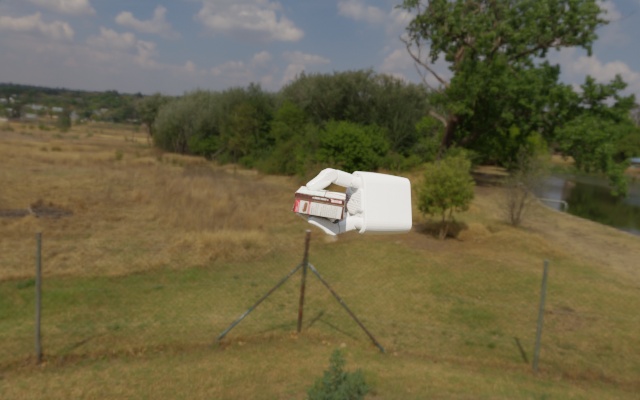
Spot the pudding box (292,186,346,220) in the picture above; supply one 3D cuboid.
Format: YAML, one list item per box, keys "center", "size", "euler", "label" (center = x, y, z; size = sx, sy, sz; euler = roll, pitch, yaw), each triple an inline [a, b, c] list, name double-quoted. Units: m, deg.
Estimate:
- center: [0.000, 0.003, 0.853]
  size: [0.090, 0.039, 0.113]
  euler: [8, 6, 2]
  label: "pudding box"
